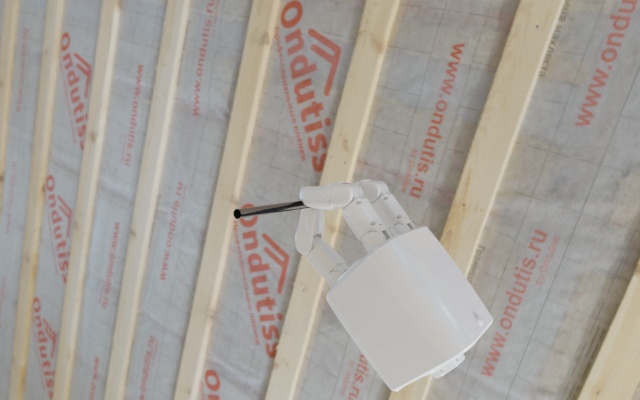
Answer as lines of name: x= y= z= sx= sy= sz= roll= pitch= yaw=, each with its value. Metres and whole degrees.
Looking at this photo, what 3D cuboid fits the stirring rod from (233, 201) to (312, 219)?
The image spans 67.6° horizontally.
stirring rod: x=0.000 y=0.002 z=0.474 sx=0.011 sy=0.011 sz=0.239 roll=0 pitch=4 yaw=33
